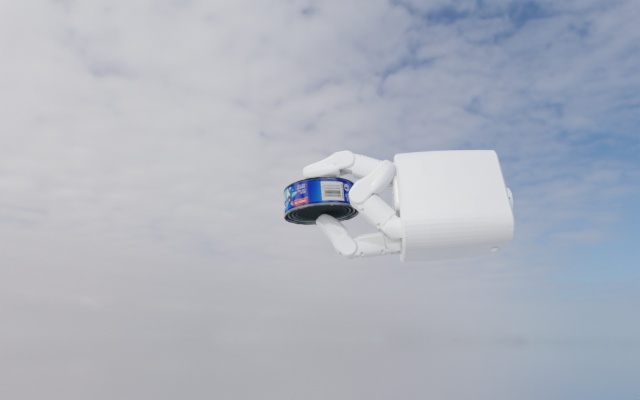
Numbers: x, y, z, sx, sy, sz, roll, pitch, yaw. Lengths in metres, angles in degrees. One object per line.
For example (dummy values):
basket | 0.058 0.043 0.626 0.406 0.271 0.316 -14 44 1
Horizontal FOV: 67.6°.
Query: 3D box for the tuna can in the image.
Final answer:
tuna can | 0.000 0.001 0.548 0.086 0.033 0.086 -4 -17 -1
